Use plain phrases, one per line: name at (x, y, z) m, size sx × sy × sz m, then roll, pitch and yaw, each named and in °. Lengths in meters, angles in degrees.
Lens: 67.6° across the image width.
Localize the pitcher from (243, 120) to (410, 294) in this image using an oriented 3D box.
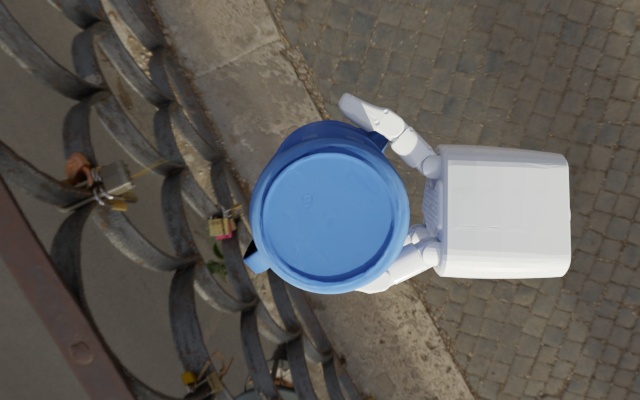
pitcher at (0.000, 0.001, 0.429) m, size 0.145 × 0.149 × 0.243 m, roll 4°, pitch 9°, yaw 1°
